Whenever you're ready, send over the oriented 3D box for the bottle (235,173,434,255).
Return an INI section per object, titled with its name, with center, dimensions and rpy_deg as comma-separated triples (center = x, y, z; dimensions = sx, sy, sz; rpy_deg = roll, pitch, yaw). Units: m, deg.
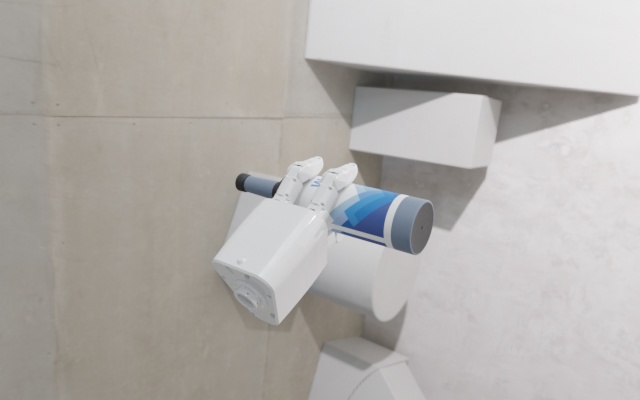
[bottle]
center = 0.000, 0.002, 0.638
dimensions = 0.295, 0.069, 0.069
rpy_deg = 14, 8, 33
